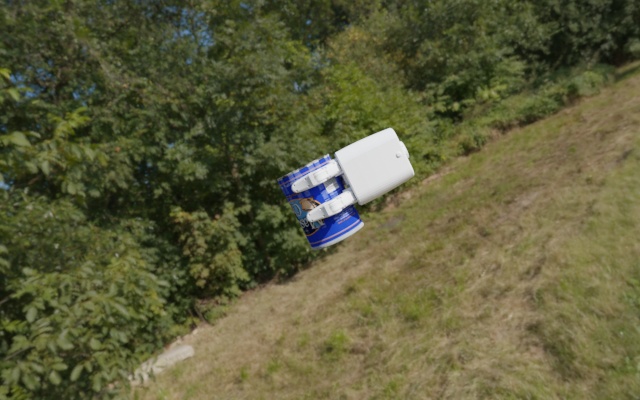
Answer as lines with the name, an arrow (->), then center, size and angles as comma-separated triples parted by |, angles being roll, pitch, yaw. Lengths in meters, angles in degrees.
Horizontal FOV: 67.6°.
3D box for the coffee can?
coffee can -> 0.000, 0.003, 0.843 | 0.103, 0.140, 0.103 | -27, 4, 2
